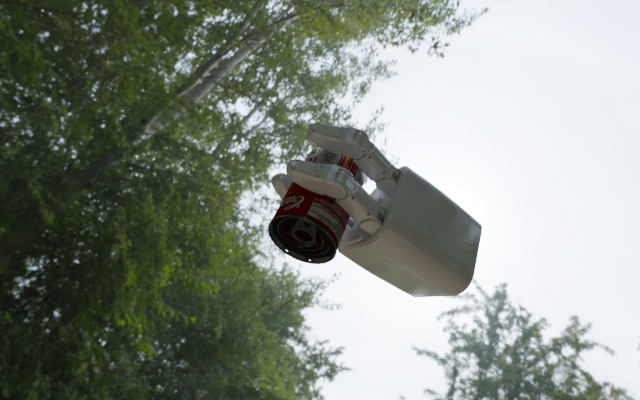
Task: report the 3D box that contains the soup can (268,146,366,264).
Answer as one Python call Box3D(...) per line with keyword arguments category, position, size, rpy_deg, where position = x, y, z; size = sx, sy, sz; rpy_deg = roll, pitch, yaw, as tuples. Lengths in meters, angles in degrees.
Box3D(category="soup can", position=(0.000, 0.001, 0.469), size=(0.068, 0.102, 0.069), rpy_deg=(16, -39, 13))
